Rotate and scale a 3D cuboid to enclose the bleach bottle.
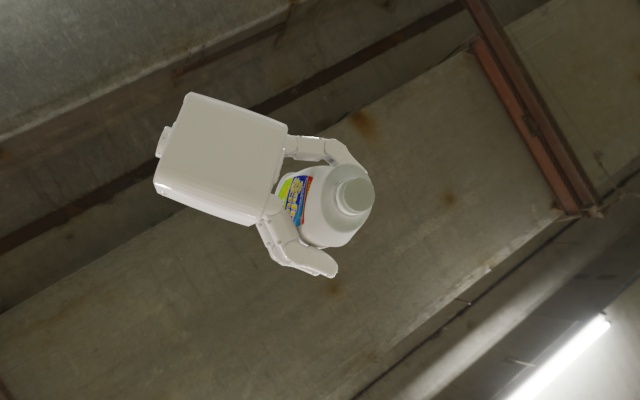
[{"bbox_3d":[0.000,0.002,0.514,0.068,0.102,0.251,20,-12,-13],"label":"bleach bottle"}]
